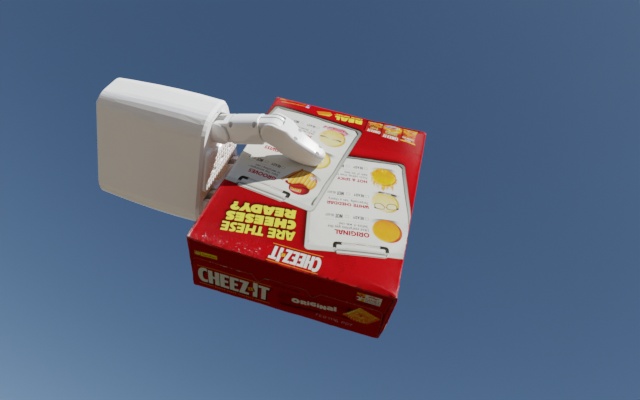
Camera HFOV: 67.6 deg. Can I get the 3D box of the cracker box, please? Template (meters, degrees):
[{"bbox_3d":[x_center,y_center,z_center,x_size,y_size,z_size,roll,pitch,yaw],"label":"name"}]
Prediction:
[{"bbox_3d":[0.000,0.001,0.443,0.164,0.072,0.213,15,45,6],"label":"cracker box"}]
